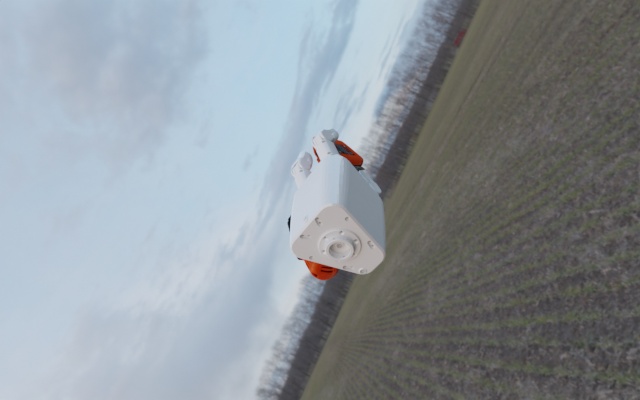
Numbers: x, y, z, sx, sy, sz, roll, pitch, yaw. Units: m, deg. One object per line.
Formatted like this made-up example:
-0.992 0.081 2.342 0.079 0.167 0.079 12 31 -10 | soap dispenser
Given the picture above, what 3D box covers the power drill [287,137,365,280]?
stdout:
0.000 0.002 0.729 0.057 0.188 0.184 5 20 -21 | power drill
